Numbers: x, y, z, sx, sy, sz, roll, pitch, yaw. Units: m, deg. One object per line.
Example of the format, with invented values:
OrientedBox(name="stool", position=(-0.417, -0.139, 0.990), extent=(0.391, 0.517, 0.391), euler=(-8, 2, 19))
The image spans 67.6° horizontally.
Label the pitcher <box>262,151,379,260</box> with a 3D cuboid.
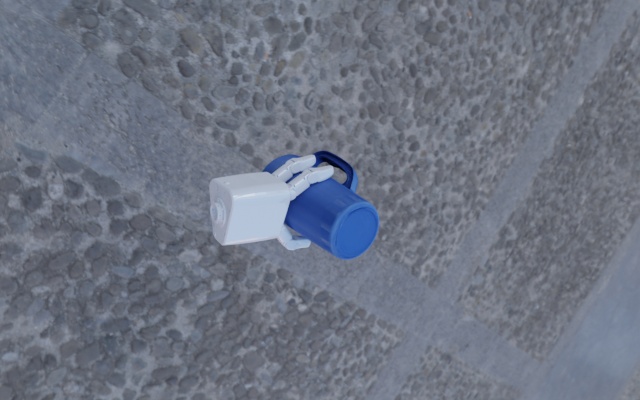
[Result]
OrientedBox(name="pitcher", position=(0.000, 0.003, 0.884), extent=(0.145, 0.149, 0.242), euler=(-6, 24, -36))
